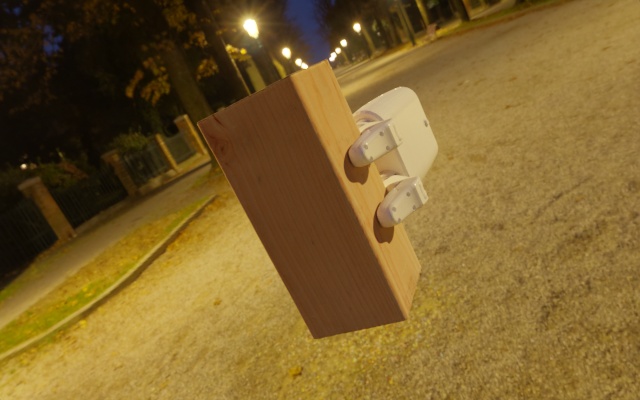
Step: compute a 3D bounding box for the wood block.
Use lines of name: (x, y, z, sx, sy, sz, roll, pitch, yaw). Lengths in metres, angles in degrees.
wood block: (0.000, 0.001, 0.404, 0.091, 0.206, 0.090, -20, 15, 26)
